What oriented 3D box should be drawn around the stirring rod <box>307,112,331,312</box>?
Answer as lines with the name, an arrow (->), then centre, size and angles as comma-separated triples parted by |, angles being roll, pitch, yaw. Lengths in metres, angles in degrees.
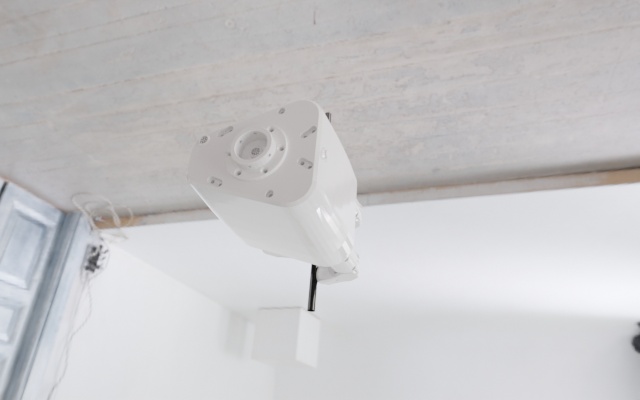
stirring rod -> 0.000, 0.002, 0.522 | 0.011, 0.239, 0.011 | 4, -28, 2
